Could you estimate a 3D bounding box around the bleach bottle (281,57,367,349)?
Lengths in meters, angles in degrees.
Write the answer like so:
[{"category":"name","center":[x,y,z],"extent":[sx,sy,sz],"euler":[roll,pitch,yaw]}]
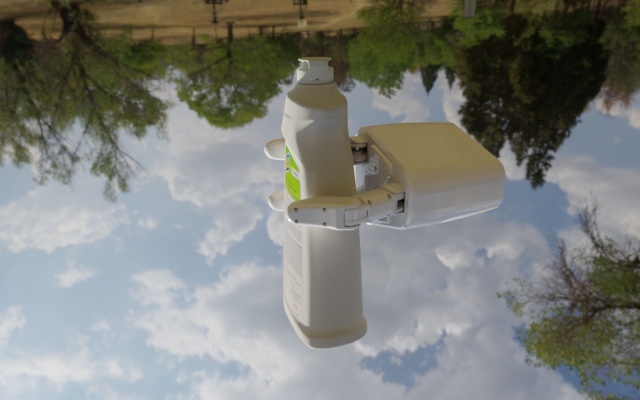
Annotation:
[{"category":"bleach bottle","center":[0.000,0.001,0.435],"extent":[0.068,0.251,0.102],"euler":[-9,22,-20]}]
